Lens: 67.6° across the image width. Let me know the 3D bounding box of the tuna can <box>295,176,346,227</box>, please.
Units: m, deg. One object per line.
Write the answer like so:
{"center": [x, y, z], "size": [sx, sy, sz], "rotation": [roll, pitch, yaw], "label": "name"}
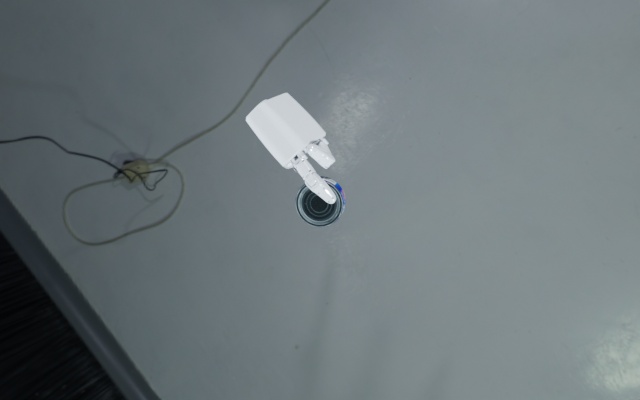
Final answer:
{"center": [0.000, 0.003, 0.831], "size": [0.086, 0.086, 0.033], "rotation": [0, 12, 10], "label": "tuna can"}
